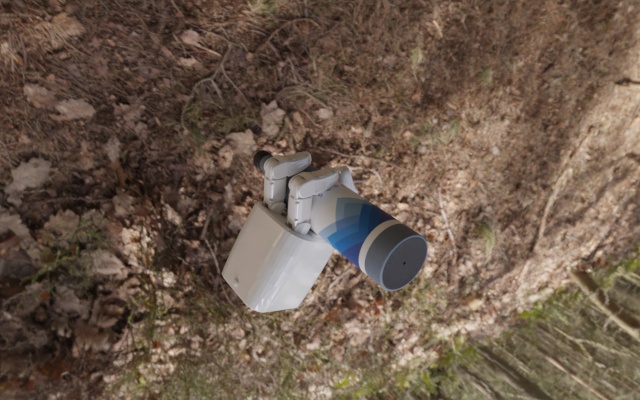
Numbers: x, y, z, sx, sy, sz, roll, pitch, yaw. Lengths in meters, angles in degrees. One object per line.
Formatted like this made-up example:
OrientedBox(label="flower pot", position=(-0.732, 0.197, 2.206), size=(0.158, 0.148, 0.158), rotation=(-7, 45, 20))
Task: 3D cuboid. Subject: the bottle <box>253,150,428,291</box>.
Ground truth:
OrientedBox(label="bottle", position=(0.000, 0.002, 0.585), size=(0.069, 0.069, 0.295), rotation=(0, 25, -40))
